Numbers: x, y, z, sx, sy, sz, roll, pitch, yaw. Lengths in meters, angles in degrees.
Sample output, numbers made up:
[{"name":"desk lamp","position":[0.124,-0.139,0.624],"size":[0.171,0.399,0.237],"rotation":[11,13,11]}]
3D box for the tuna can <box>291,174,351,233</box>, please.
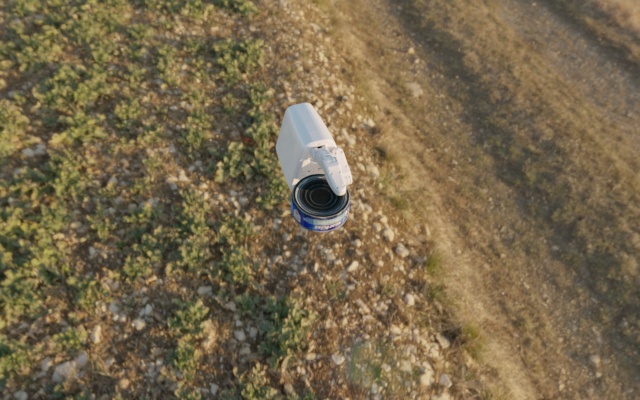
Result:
[{"name":"tuna can","position":[0.000,0.002,0.688],"size":[0.086,0.086,0.034],"rotation":[0,-39,-5]}]
